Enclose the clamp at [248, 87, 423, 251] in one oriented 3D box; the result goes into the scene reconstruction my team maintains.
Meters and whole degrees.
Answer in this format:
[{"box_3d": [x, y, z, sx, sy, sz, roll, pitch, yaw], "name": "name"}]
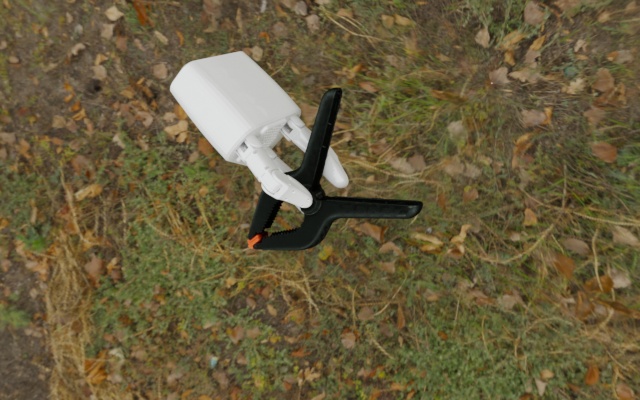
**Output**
[{"box_3d": [-0.001, 0.002, 0.545, 0.210, 0.164, 0.036, -44, -10, 23], "name": "clamp"}]
